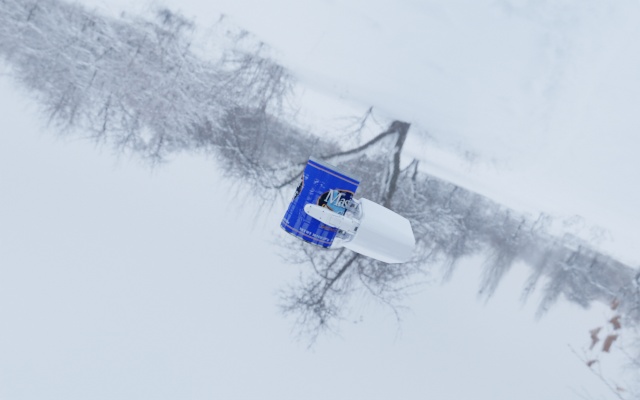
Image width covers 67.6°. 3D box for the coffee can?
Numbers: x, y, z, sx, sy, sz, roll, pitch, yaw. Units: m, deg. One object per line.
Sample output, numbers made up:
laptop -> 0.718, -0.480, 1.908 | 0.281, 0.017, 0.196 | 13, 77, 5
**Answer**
coffee can -> 0.000, 0.003, 0.869 | 0.103, 0.140, 0.103 | 24, 5, -2
